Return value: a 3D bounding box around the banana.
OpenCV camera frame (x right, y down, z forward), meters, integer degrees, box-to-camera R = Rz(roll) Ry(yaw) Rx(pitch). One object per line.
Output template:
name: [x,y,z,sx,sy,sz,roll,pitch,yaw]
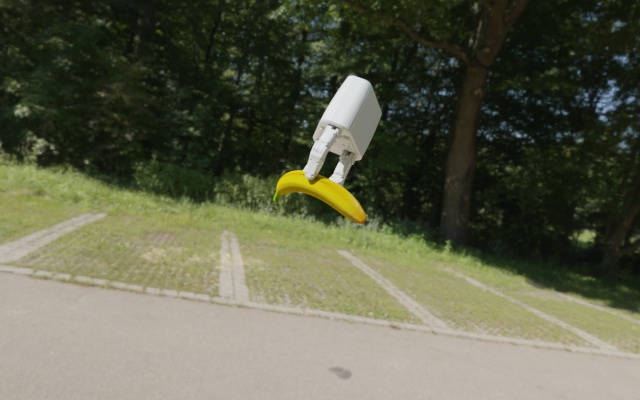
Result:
banana: [-0.006,-0.013,0.813,0.198,0.070,0.037,15,41,36]
